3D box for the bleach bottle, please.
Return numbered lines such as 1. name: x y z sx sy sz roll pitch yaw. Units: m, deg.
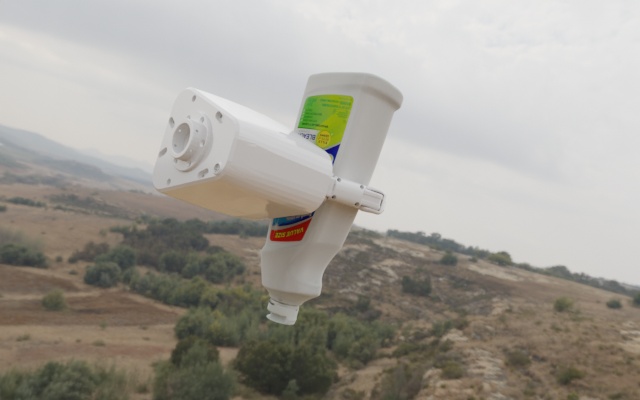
1. bleach bottle: 0.000 0.002 0.479 0.102 0.251 0.068 14 -3 43
